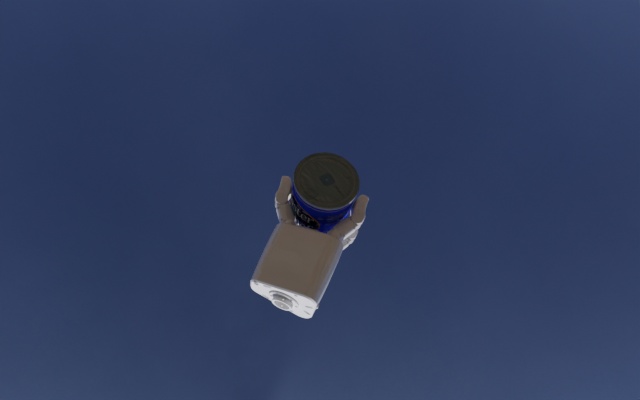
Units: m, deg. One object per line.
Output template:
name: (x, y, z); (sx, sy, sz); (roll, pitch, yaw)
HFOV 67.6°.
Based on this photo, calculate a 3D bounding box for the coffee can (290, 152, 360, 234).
coffee can: (0.000, 0.002, 0.788); (0.103, 0.102, 0.140); (0, -30, -9)
